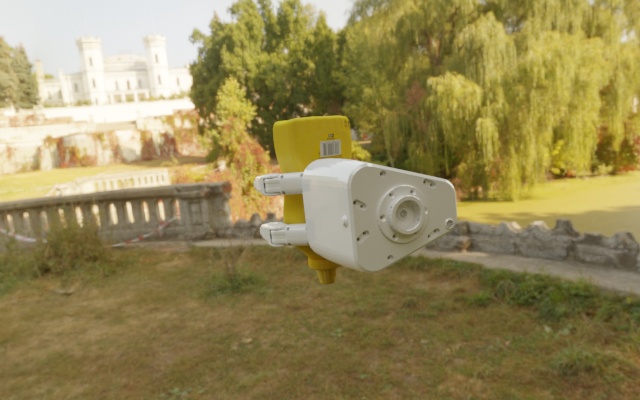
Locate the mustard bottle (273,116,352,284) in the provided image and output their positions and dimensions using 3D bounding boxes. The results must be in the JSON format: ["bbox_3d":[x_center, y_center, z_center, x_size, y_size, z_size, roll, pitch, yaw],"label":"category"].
[{"bbox_3d":[0.000,0.002,0.550,0.058,0.191,0.096,1,9,45],"label":"mustard bottle"}]
